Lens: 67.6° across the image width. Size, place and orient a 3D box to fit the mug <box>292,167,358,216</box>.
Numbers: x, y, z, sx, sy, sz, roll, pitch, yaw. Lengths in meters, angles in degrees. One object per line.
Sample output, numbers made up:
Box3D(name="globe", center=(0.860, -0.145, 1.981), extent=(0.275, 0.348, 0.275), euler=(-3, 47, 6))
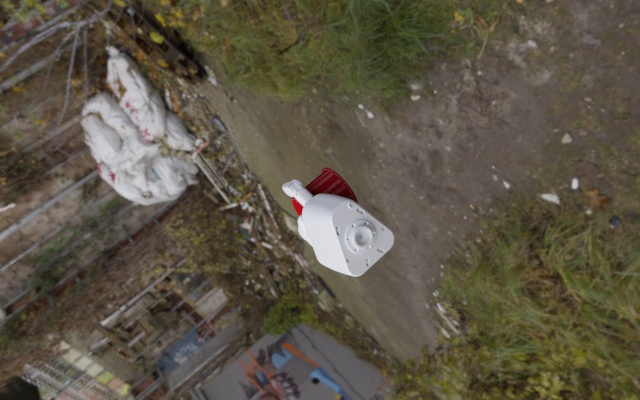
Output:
Box3D(name="mug", center=(-0.001, 0.003, 0.840), extent=(0.081, 0.093, 0.117), euler=(-39, 17, -16))
